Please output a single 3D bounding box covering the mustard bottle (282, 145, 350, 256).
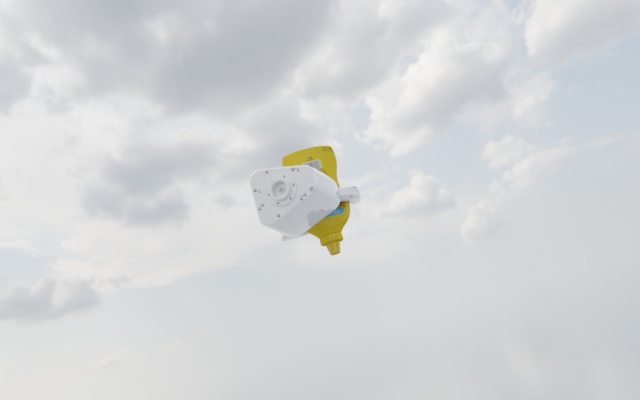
[{"bbox_3d":[0.000,0.003,0.837,0.096,0.191,0.058,-14,-16,-9],"label":"mustard bottle"}]
